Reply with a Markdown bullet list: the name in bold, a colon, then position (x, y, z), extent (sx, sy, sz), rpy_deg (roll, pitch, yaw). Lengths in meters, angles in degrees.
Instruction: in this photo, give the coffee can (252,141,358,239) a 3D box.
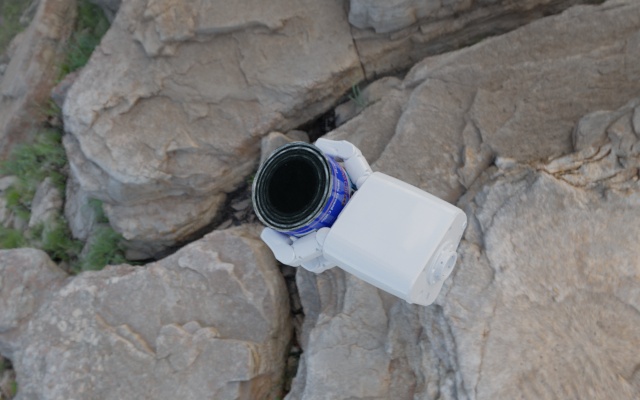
- **coffee can**: position (0.000, 0.002, 0.574), extent (0.103, 0.102, 0.140), rpy_deg (0, -15, 29)
